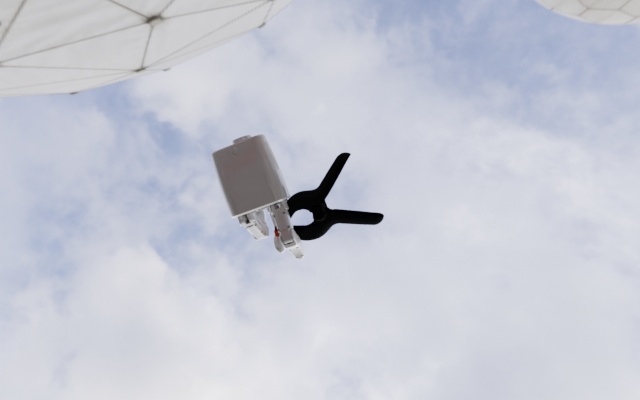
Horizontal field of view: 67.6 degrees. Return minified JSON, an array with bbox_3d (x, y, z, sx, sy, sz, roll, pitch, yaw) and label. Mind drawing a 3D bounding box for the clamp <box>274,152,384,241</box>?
[{"bbox_3d":[0.000,0.002,0.738,0.171,0.120,0.039,-19,3,11],"label":"clamp"}]
